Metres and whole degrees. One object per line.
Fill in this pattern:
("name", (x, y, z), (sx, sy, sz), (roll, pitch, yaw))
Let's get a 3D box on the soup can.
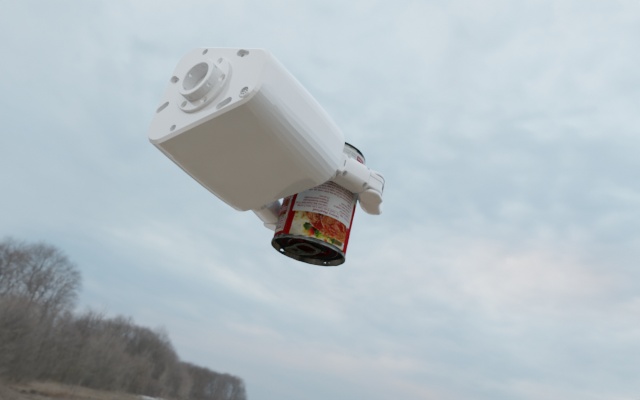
("soup can", (0.000, 0.001, 0.442), (0.068, 0.102, 0.068), (12, -24, 5))
